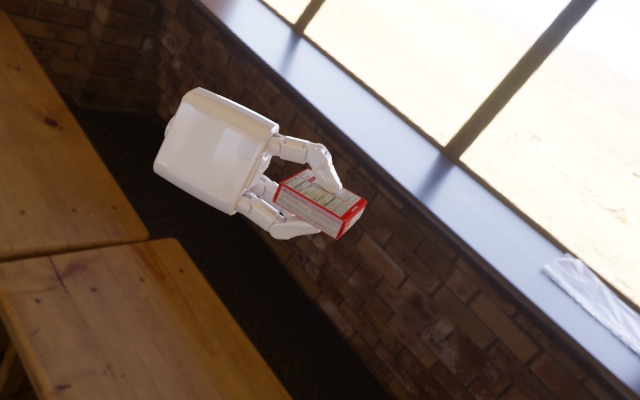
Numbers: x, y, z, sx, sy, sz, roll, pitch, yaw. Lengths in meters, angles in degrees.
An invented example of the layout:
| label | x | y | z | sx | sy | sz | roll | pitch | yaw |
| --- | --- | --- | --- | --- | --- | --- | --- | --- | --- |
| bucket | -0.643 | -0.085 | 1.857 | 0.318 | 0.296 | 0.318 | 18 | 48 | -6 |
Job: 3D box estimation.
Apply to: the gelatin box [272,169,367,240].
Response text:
| label | x | y | z | sx | sy | sz | roll | pitch | yaw |
| --- | --- | --- | --- | --- | --- | --- | --- | --- | --- |
| gelatin box | 0.001 | 0.002 | 0.555 | 0.089 | 0.030 | 0.073 | 29 | 27 | 13 |
